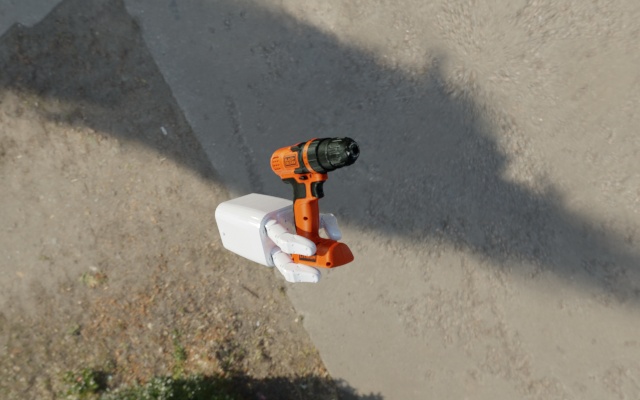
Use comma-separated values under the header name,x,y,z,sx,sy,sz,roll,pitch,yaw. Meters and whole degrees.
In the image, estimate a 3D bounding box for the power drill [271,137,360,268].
name,x,y,z,sx,sy,sz,roll,pitch,yaw
power drill,0.000,0.003,0.710,0.057,0.187,0.184,-10,5,-36
